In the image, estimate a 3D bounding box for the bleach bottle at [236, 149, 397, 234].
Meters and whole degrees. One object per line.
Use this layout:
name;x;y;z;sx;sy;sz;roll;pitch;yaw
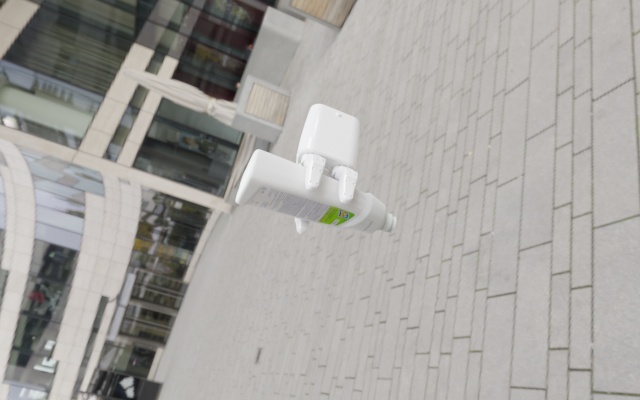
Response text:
bleach bottle;0.000;0.002;0.759;0.251;0.068;0.103;20;-31;-14
